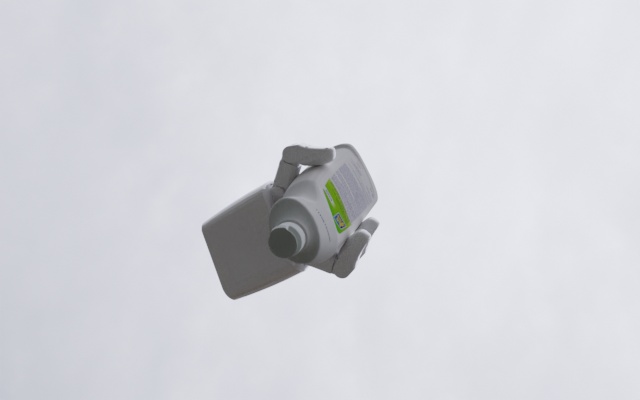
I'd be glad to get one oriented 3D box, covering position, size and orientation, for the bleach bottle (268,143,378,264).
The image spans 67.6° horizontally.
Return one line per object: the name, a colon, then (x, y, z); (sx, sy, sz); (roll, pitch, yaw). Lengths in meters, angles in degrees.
bleach bottle: (0.000, 0.002, 0.539); (0.068, 0.102, 0.250); (-27, 4, 22)
